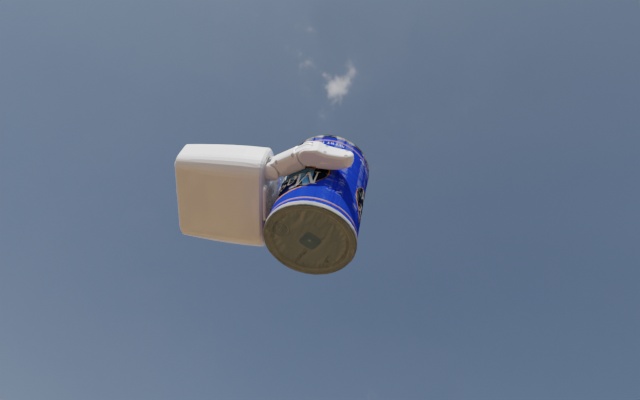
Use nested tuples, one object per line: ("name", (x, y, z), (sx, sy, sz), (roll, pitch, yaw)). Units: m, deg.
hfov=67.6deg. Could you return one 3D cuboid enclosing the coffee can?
("coffee can", (0.000, 0.002, 0.565), (0.103, 0.103, 0.140), (0, 38, 13))
